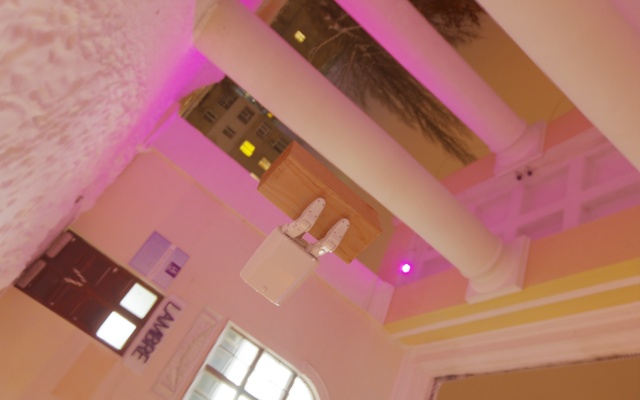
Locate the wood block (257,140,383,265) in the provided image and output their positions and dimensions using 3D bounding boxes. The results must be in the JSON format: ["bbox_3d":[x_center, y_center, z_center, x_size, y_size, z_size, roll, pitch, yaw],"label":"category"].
[{"bbox_3d":[0.000,0.003,0.835,0.206,0.090,0.090,40,16,-14],"label":"wood block"}]
